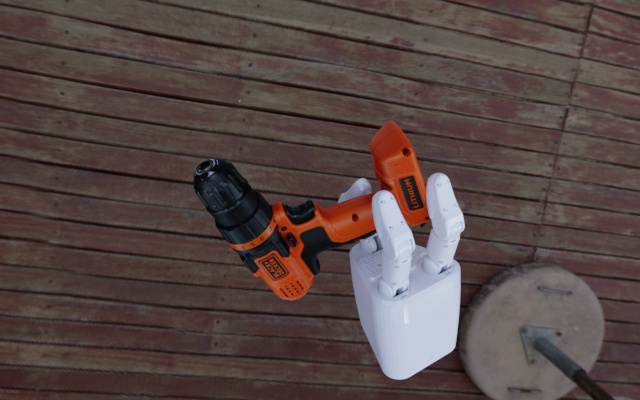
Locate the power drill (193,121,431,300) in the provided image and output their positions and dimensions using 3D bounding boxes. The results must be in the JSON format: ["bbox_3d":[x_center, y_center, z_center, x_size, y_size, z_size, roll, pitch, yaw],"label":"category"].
[{"bbox_3d":[0.001,0.001,0.445,0.187,0.057,0.185,-25,-47,5],"label":"power drill"}]
